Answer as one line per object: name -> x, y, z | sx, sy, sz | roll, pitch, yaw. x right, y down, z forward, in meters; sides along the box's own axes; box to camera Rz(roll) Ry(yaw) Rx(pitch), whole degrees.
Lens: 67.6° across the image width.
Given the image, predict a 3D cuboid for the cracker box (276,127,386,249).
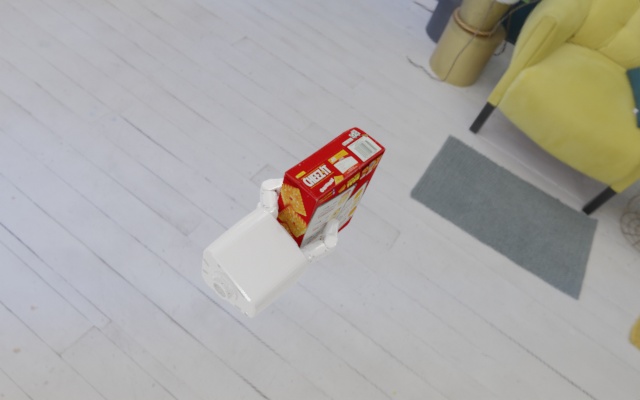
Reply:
cracker box -> 0.000, 0.003, 0.767 | 0.164, 0.072, 0.214 | -37, -19, -35
